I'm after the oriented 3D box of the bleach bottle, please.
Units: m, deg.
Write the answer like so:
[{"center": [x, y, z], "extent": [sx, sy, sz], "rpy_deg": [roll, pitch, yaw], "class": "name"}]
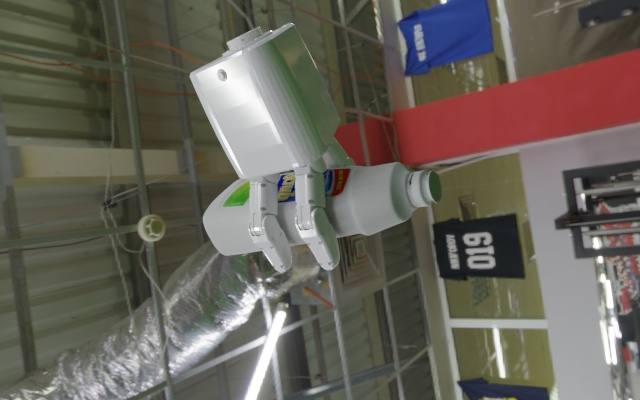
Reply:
[{"center": [0.000, 0.002, 0.483], "extent": [0.251, 0.068, 0.102], "rpy_deg": [-10, 26, 35], "class": "bleach bottle"}]
